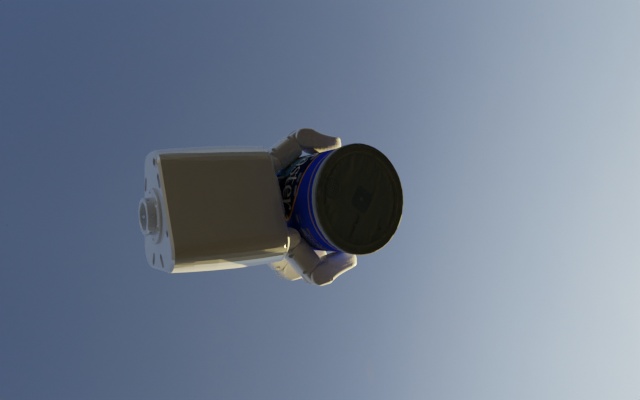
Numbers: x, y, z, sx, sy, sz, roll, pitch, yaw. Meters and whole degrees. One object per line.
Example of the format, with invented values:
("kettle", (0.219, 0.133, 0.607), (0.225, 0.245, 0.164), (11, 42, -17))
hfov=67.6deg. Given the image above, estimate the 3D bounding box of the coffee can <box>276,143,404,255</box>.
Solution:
("coffee can", (0.000, 0.002, 0.493), (0.103, 0.103, 0.140), (0, -2, -33))
